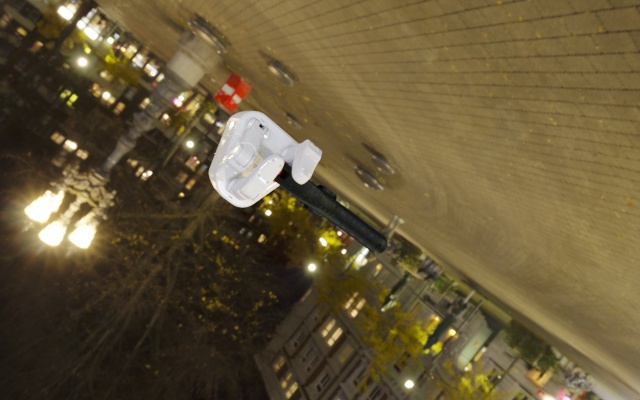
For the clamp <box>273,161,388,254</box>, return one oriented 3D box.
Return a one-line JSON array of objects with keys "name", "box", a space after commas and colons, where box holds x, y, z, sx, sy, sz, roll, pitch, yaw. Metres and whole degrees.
[{"name": "clamp", "box": [0.000, 0.002, 0.599, 0.171, 0.039, 0.120, 39, -7, -22]}]
